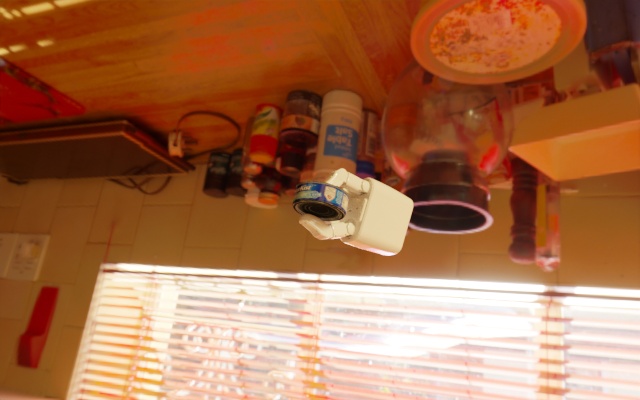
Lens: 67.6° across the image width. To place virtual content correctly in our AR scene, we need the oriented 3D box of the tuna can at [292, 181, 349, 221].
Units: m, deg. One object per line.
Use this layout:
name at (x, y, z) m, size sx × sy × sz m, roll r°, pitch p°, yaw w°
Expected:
tuna can at (0.000, 0.003, 0.743) m, size 0.086 × 0.033 × 0.086 m, roll 10°, pitch -21°, yaw 4°
